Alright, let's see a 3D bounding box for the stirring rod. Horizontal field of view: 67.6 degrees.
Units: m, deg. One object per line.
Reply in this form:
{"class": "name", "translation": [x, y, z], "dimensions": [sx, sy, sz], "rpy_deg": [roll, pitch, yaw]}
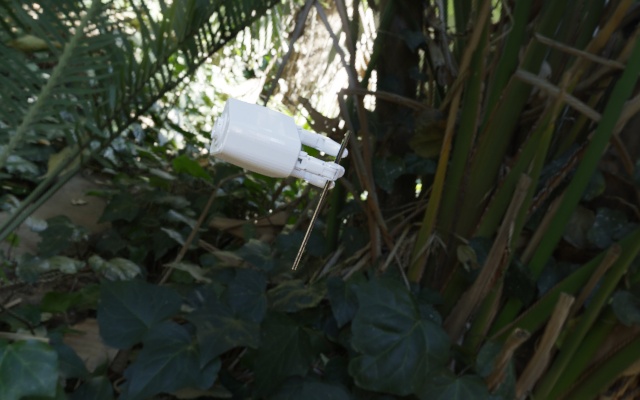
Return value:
{"class": "stirring rod", "translation": [0.000, 0.003, 0.756], "dimensions": [0.011, 0.239, 0.011], "rpy_deg": [21, 12, -5]}
